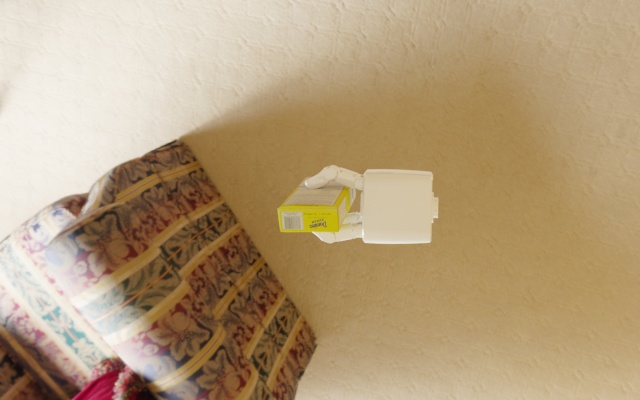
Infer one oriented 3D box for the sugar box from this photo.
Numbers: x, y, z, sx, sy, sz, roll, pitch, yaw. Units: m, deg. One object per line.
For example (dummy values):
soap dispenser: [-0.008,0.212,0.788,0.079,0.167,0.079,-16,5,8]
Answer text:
sugar box: [0.000,0.003,0.781,0.093,0.048,0.176,1,15,13]
